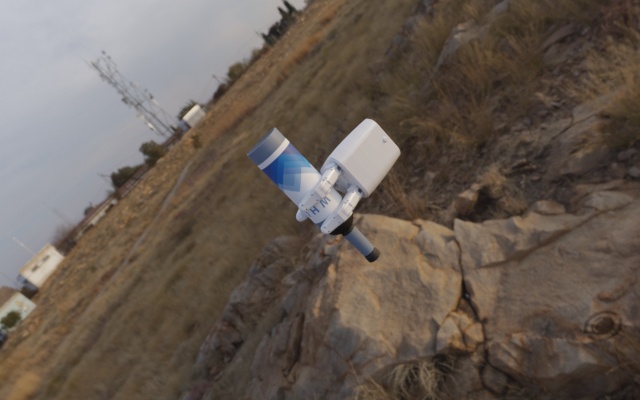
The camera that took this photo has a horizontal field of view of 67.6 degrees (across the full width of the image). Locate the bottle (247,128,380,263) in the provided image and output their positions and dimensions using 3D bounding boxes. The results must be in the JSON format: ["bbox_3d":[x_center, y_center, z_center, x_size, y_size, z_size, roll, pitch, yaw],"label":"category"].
[{"bbox_3d":[0.000,0.003,0.834,0.296,0.069,0.069,46,-15,-16],"label":"bottle"}]
